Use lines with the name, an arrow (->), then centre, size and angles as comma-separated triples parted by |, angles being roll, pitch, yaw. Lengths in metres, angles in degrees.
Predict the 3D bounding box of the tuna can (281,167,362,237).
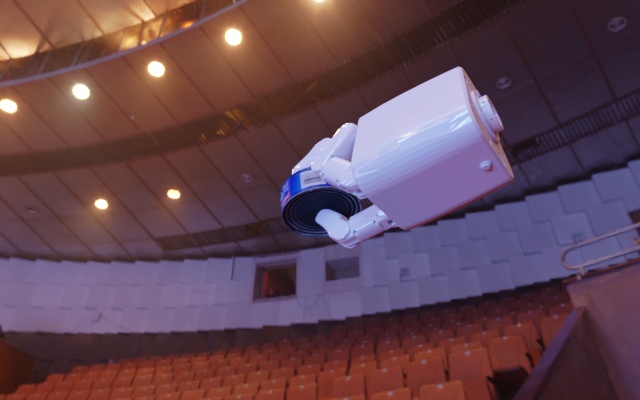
tuna can -> 0.000, 0.001, 0.515 | 0.086, 0.033, 0.086 | -4, -38, -4
